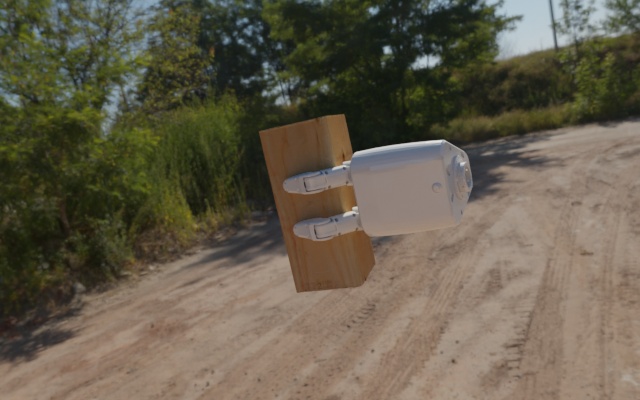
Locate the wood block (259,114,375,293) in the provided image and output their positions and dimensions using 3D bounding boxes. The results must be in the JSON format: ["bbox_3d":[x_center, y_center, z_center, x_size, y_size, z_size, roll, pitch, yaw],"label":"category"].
[{"bbox_3d":[0.001,0.002,0.612,0.090,0.206,0.091,-10,8,19],"label":"wood block"}]
